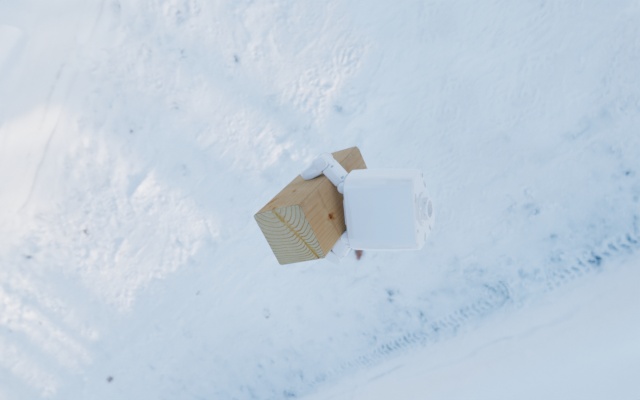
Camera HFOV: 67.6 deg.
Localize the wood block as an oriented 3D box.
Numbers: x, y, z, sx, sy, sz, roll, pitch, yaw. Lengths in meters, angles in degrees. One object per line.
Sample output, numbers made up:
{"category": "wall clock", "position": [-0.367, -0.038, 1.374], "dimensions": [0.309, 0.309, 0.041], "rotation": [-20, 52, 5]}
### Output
{"category": "wood block", "position": [0.000, 0.002, 0.757], "dimensions": [0.090, 0.091, 0.206], "rotation": [-13, 21, 35]}
